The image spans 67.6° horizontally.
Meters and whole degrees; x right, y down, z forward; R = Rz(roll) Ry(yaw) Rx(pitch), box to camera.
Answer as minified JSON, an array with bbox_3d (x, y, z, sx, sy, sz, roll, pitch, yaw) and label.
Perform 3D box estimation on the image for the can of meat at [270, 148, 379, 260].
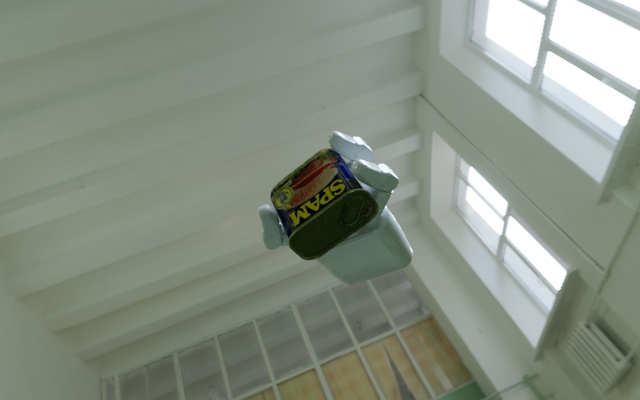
[{"bbox_3d":[0.000,0.002,0.533,0.102,0.084,0.057,-36,-44,7],"label":"can of meat"}]
